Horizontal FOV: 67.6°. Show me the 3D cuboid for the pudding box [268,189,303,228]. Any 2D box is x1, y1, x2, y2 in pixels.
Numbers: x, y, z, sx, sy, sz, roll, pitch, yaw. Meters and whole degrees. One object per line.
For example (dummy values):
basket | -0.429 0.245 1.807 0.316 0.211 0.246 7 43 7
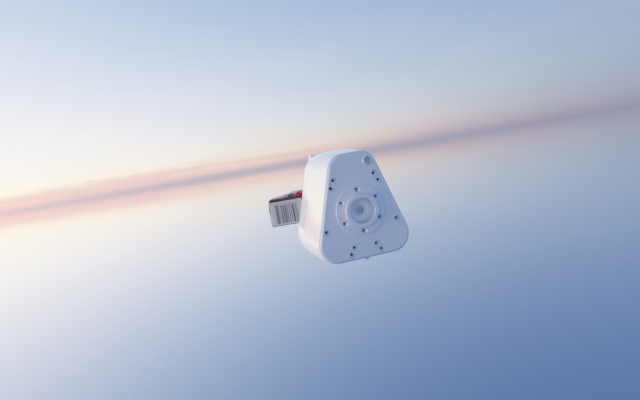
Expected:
pudding box | 0.000 0.002 0.625 0.113 0.039 0.090 -8 6 18
